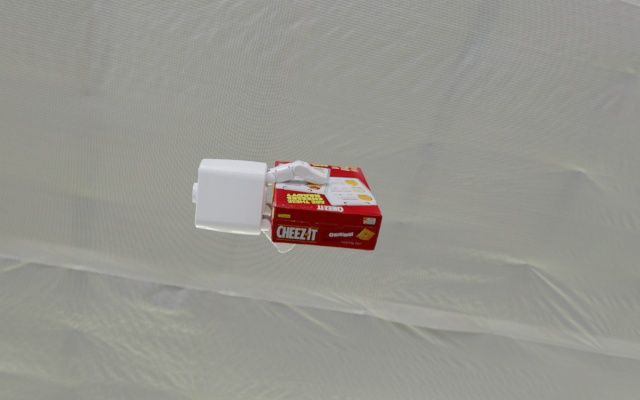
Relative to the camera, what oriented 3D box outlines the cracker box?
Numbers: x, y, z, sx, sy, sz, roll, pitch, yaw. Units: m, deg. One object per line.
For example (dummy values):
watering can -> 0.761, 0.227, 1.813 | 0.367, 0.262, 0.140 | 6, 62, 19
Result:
cracker box -> 0.000, 0.002, 0.808 | 0.164, 0.072, 0.213 | 5, 23, -7
